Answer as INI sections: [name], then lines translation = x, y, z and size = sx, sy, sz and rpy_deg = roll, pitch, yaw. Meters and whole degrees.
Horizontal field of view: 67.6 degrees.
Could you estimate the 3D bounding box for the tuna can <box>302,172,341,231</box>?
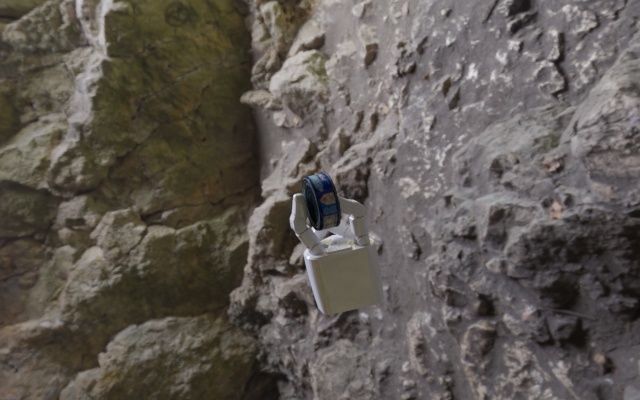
[tuna can]
translation = 0.000, 0.002, 0.727
size = 0.034, 0.086, 0.086
rpy_deg = -14, 4, -15
